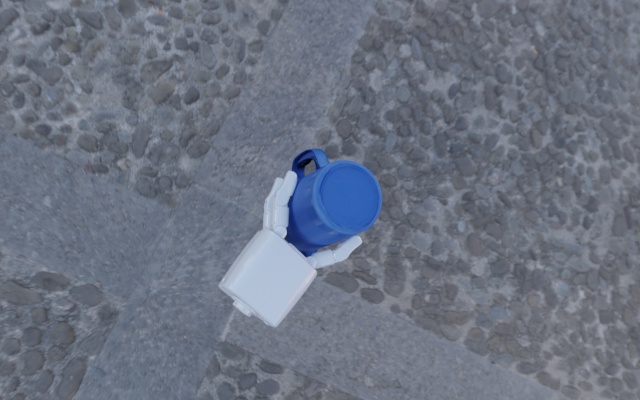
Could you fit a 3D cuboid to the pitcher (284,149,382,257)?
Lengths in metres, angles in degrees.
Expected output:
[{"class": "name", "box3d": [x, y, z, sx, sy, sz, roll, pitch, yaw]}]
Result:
[{"class": "pitcher", "box3d": [0.000, 0.003, 0.777, 0.149, 0.145, 0.243, 41, -20, -8]}]
